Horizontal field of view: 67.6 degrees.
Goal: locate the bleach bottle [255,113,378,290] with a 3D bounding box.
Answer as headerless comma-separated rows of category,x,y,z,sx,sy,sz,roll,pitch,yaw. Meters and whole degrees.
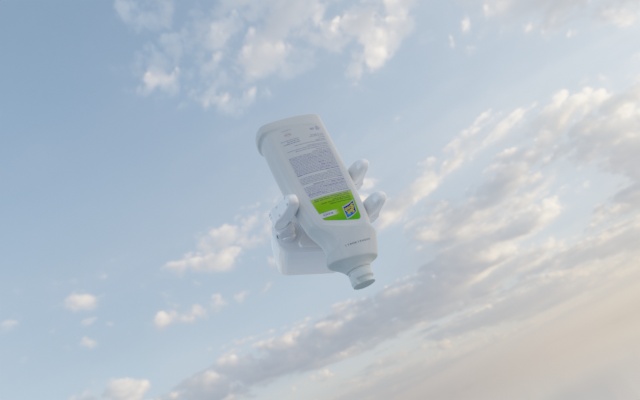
bleach bottle,0.000,0.002,0.634,0.102,0.250,0.068,-17,-26,-15
